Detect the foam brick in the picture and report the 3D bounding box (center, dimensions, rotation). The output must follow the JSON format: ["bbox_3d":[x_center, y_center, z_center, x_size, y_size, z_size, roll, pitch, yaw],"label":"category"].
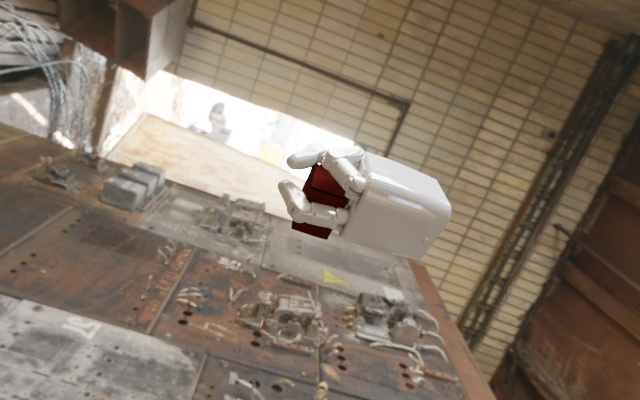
[{"bbox_3d":[0.000,0.002,0.609,0.051,0.078,0.053,18,41,-9],"label":"foam brick"}]
